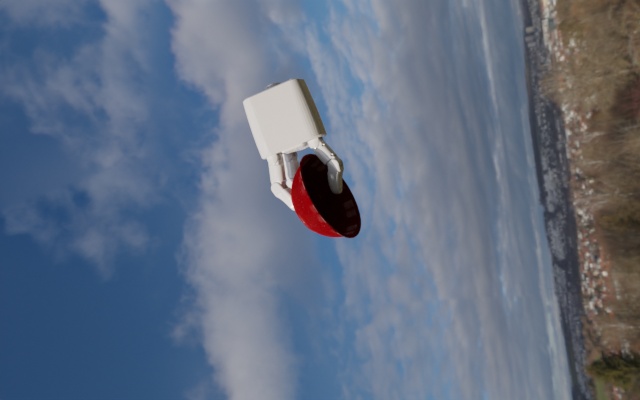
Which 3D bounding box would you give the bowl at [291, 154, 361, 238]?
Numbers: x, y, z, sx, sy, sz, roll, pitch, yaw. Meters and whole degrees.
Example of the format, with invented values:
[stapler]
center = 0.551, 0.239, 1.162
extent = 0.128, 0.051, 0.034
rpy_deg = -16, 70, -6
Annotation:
[bowl]
center = 0.000, 0.004, 0.813
extent = 0.055, 0.162, 0.162
rpy_deg = -32, -15, 26
